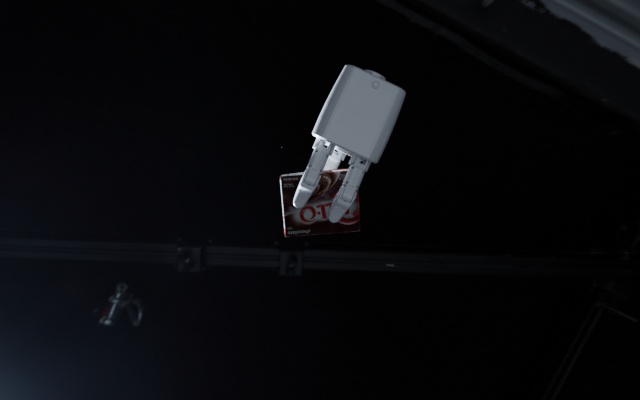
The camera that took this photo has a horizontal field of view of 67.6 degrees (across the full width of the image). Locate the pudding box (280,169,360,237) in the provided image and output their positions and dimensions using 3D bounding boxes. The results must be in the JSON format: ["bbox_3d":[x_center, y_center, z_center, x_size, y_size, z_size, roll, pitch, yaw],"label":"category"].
[{"bbox_3d":[0.000,0.002,0.696,0.113,0.090,0.039,-4,11,-2],"label":"pudding box"}]
